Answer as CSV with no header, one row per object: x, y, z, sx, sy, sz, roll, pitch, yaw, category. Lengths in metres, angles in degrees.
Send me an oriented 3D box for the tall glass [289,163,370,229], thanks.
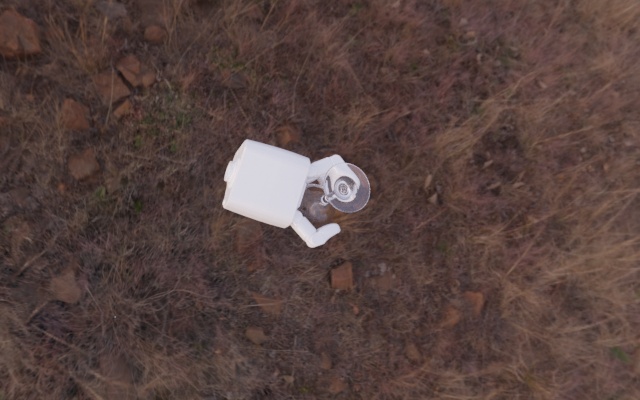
0.001,0.002,0.776,0.079,0.079,0.201,0,-13,-23,tall glass
